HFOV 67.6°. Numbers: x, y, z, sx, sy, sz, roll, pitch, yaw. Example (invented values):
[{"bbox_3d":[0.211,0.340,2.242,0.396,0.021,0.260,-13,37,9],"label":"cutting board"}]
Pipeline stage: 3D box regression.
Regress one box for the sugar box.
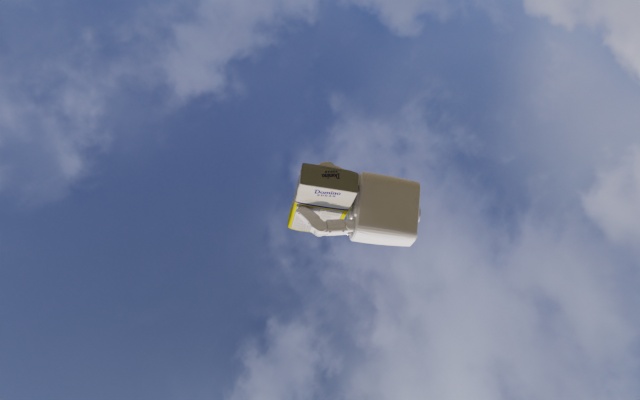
[{"bbox_3d":[0.000,0.002,0.811,0.093,0.048,0.176,9,-30,-7],"label":"sugar box"}]
